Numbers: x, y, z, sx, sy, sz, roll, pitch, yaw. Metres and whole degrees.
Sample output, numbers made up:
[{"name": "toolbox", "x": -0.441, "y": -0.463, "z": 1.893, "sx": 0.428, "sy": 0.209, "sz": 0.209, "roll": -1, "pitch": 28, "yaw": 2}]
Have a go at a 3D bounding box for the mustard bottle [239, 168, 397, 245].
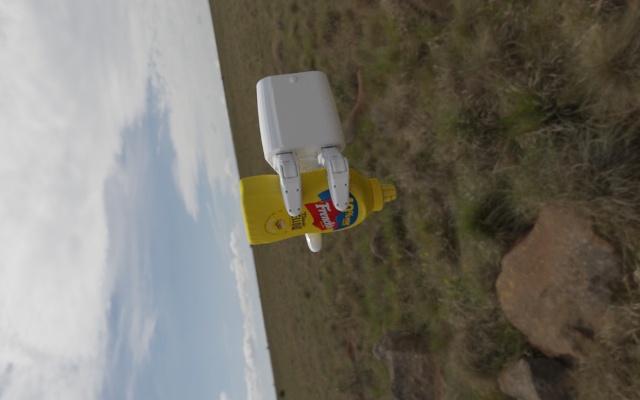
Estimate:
[{"name": "mustard bottle", "x": 0.000, "y": 0.002, "z": 0.593, "sx": 0.191, "sy": 0.058, "sz": 0.096, "roll": -9, "pitch": -43, "yaw": -7}]
